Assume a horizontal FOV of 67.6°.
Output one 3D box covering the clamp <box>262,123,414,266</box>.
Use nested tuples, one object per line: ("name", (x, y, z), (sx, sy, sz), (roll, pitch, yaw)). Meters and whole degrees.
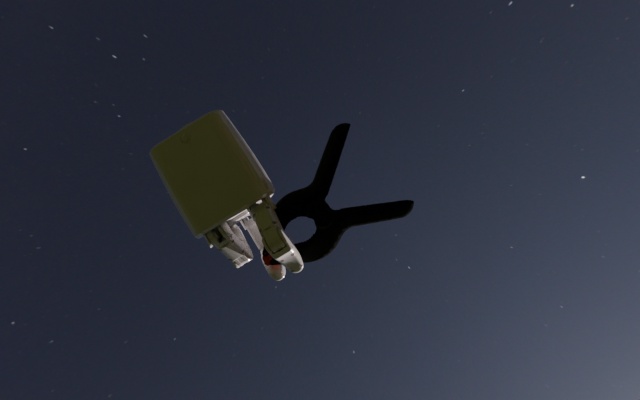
("clamp", (0.000, 0.002, 0.515), (0.171, 0.120, 0.039), (-31, 0, 3))
